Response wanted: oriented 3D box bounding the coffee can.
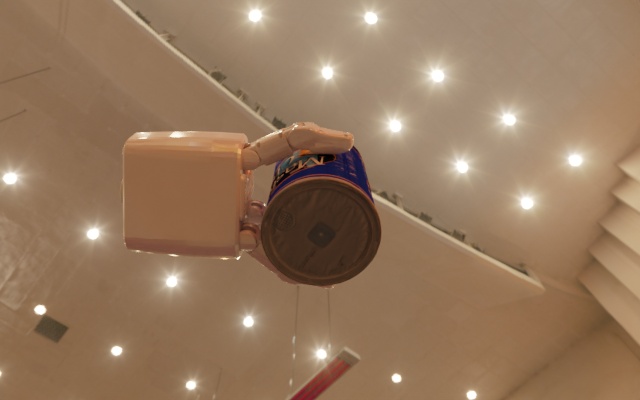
[{"bbox_3d":[0.000,0.002,0.466,0.103,0.103,0.140,0,24,0],"label":"coffee can"}]
